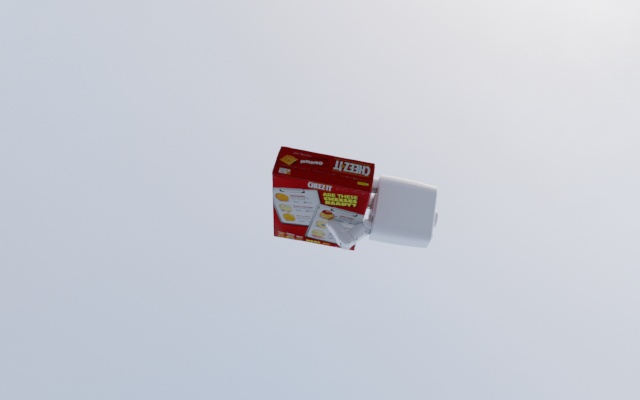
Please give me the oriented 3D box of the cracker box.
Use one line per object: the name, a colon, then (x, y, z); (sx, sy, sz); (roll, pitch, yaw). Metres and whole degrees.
cracker box: (0.000, 0.003, 0.862); (0.164, 0.072, 0.214); (10, -33, 2)
